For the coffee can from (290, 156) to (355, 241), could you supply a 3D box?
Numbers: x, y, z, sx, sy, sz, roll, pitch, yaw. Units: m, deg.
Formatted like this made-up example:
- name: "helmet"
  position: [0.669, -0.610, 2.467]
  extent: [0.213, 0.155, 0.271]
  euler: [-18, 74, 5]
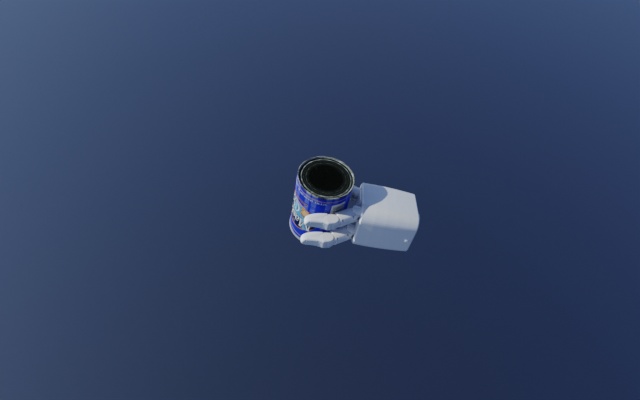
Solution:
- name: "coffee can"
  position: [0.000, 0.003, 0.888]
  extent: [0.103, 0.102, 0.140]
  euler: [0, -40, -11]
